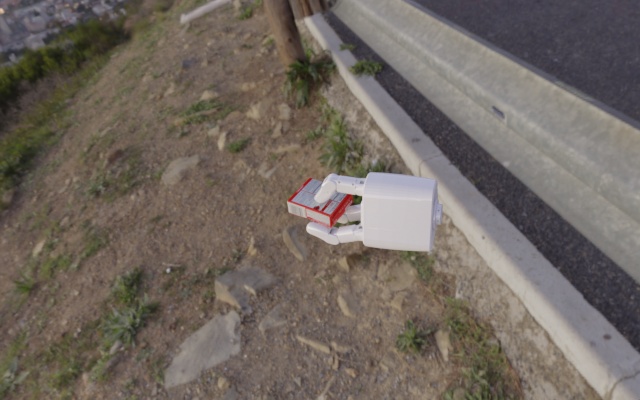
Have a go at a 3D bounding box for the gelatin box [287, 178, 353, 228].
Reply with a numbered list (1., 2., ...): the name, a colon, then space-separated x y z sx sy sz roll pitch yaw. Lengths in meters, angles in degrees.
1. gelatin box: 0.000 0.002 0.807 0.089 0.030 0.073 19 46 25
